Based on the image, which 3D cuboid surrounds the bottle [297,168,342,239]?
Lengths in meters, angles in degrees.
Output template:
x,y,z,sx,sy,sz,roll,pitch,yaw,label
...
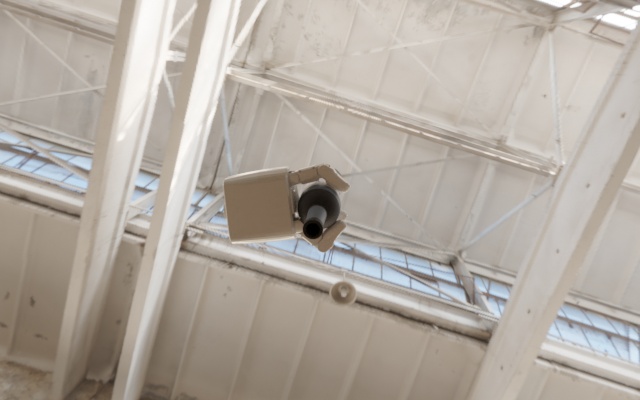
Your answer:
x,y,z,sx,sy,sz,roll,pitch,yaw,label
0.000,0.002,0.770,0.069,0.069,0.295,0,14,4,bottle
